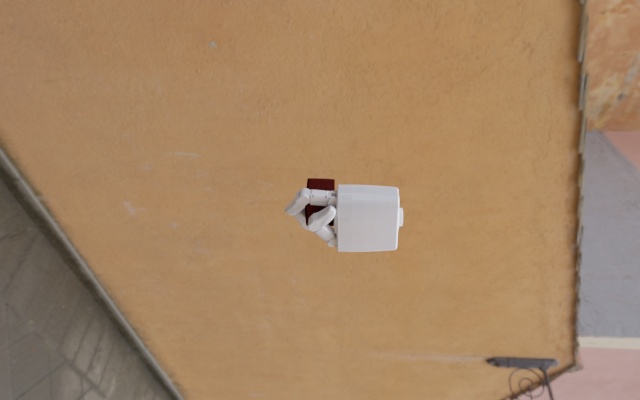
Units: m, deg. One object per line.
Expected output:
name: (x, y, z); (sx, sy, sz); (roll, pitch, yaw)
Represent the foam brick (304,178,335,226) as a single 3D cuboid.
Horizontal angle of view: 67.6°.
foam brick: (0.000, 0.003, 0.870); (0.051, 0.053, 0.078); (0, 40, 4)
